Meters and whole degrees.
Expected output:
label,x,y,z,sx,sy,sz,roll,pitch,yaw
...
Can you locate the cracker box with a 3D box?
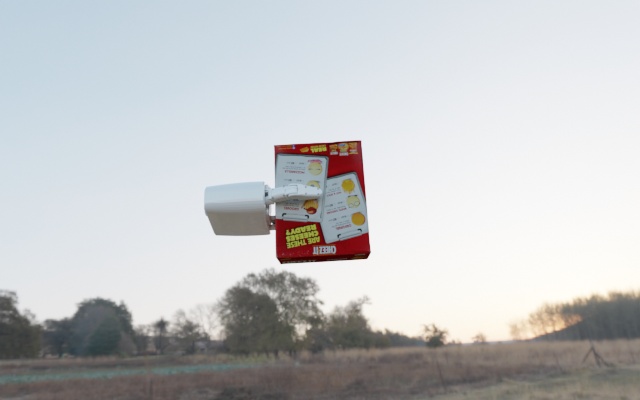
label,x,y,z,sx,sy,sz,roll,pitch,yaw
cracker box,0.000,0.003,0.867,0.164,0.213,0.072,-3,-19,1
